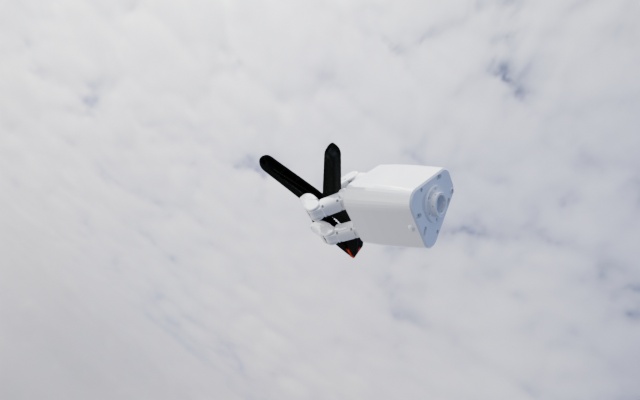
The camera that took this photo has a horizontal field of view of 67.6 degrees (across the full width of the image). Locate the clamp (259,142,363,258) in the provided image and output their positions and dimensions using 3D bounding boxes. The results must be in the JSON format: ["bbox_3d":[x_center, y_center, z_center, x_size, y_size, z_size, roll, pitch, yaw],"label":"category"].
[{"bbox_3d":[0.001,0.002,0.733,0.164,0.210,0.036,5,44,43],"label":"clamp"}]
